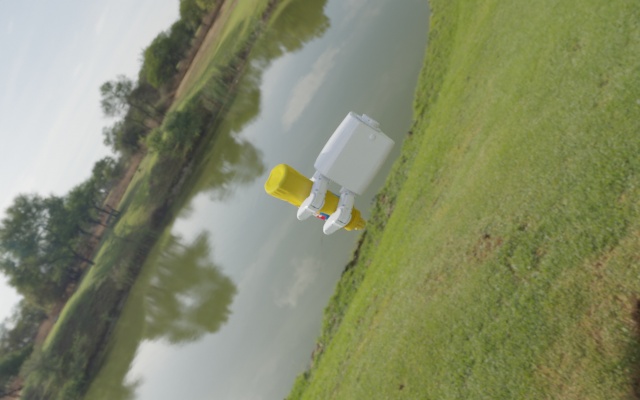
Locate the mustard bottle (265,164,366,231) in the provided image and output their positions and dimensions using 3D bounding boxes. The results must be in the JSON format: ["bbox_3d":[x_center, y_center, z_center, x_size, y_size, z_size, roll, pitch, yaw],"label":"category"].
[{"bbox_3d":[0.000,0.003,0.843,0.192,0.058,0.096,28,-9,-21],"label":"mustard bottle"}]
